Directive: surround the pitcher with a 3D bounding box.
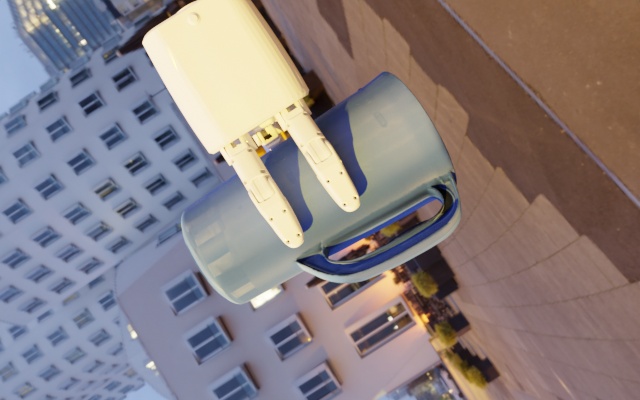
[{"bbox_3d":[0.000,0.001,0.454,0.243,0.145,0.149,-32,11,0],"label":"pitcher"}]
